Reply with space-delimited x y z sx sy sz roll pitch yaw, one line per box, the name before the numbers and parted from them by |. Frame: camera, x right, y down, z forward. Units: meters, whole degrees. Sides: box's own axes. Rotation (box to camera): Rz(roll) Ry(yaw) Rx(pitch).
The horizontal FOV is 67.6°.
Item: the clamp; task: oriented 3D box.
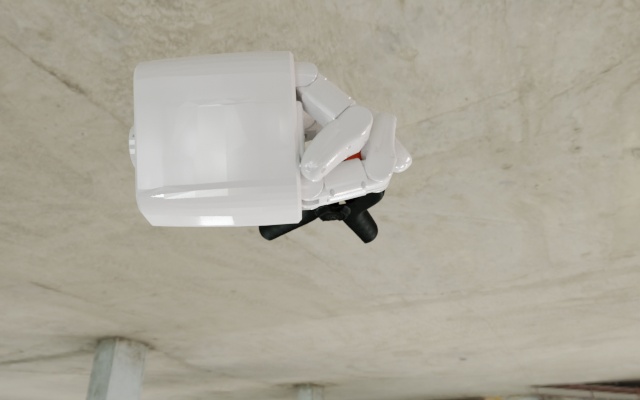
clamp | 0.000 0.002 0.424 0.120 0.039 0.172 -7 -27 -4
